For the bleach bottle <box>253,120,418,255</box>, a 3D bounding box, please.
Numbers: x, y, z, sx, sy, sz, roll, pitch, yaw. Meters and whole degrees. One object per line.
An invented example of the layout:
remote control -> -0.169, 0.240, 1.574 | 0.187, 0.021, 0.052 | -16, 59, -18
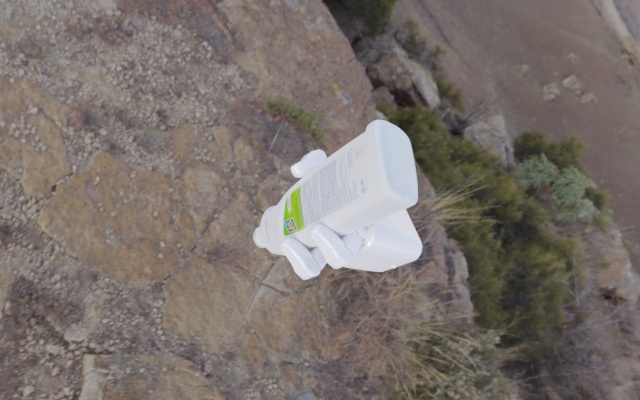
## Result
bleach bottle -> 0.000, 0.002, 0.594 | 0.068, 0.102, 0.251 | 18, -33, -39
